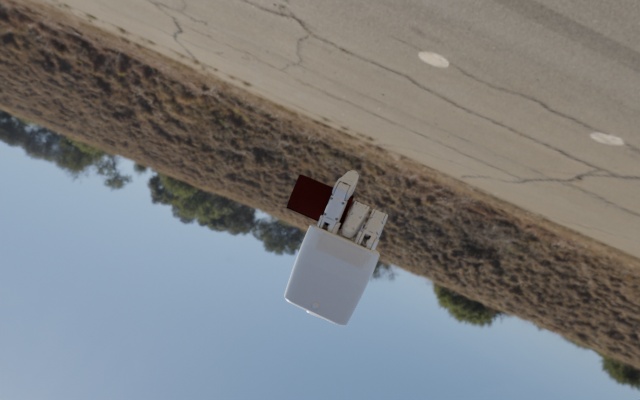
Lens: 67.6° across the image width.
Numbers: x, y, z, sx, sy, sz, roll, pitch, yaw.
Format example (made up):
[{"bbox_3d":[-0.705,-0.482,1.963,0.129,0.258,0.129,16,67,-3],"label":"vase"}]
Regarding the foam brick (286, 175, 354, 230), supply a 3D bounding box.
[{"bbox_3d":[0.000,0.002,0.666,0.078,0.051,0.053,23,3,10],"label":"foam brick"}]
